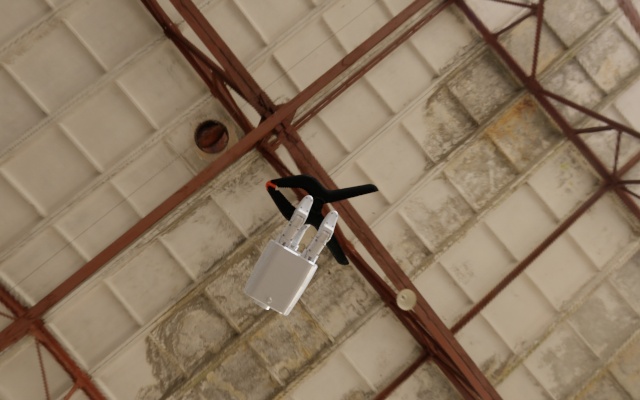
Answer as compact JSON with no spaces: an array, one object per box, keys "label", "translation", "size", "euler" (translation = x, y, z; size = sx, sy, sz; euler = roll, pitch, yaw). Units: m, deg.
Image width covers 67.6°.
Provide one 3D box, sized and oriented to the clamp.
[{"label":"clamp","translation":[-0.001,0.003,0.895],"size":[0.210,0.164,0.036],"euler":[31,-10,-10]}]
